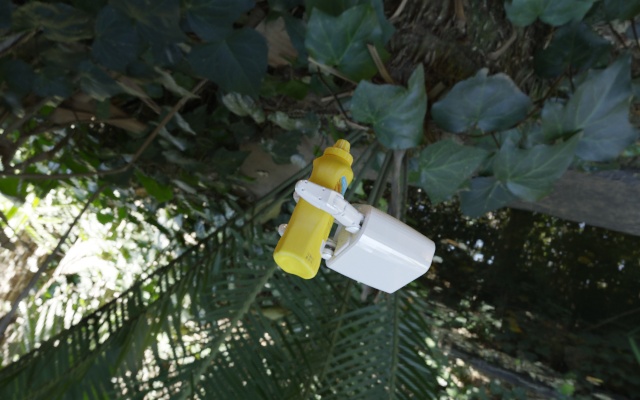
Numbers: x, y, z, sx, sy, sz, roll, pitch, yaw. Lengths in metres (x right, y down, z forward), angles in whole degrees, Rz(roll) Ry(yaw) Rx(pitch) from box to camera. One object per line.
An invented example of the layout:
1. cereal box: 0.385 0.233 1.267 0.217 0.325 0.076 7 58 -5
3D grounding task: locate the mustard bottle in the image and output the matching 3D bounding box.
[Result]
1. mustard bottle: 0.000 0.002 0.632 0.058 0.191 0.096 18 -21 11
